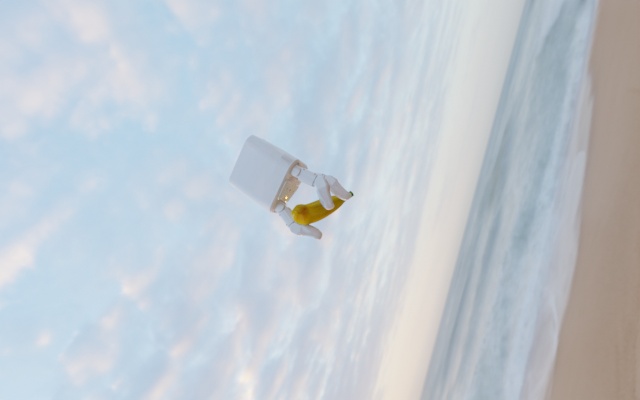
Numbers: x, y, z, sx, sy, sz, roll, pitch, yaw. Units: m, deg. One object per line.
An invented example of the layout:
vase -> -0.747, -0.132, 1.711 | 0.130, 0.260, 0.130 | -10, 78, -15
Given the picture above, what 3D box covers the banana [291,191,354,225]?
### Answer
banana -> -0.009, 0.015, 0.883 | 0.070, 0.037, 0.198 | -48, -14, 28
